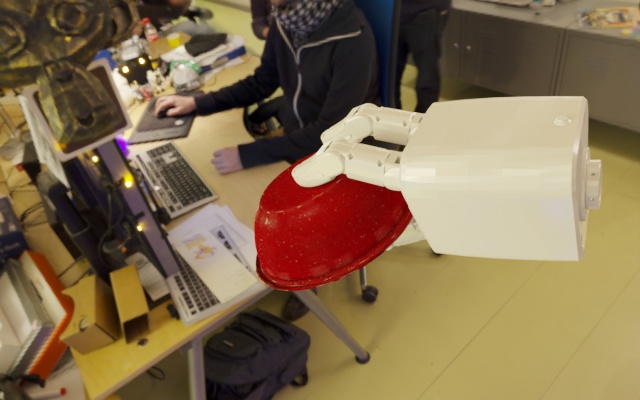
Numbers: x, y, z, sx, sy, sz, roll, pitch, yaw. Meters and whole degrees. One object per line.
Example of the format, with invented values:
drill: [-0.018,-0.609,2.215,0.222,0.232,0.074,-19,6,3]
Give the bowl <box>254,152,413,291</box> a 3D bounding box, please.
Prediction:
bowl: [-0.001,0.001,0.417,0.162,0.055,0.162,-25,26,13]
